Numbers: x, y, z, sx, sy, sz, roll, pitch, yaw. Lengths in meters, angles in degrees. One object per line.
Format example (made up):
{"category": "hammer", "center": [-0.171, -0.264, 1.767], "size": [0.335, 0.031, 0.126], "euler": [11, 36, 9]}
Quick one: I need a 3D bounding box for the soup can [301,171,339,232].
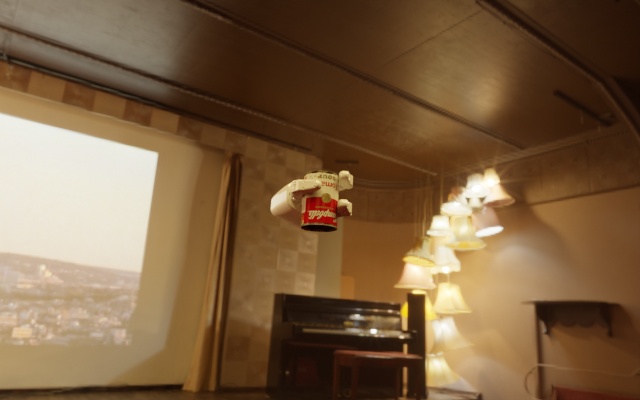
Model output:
{"category": "soup can", "center": [0.000, 0.003, 0.892], "size": [0.068, 0.102, 0.068], "euler": [3, -15, 1]}
